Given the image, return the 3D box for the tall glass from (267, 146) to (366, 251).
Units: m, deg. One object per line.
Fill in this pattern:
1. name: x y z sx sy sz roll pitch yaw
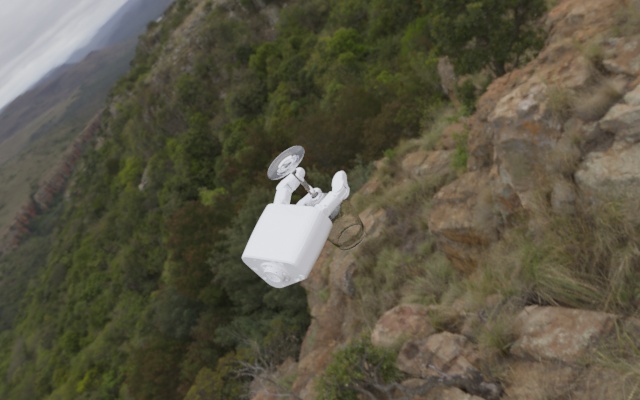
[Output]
1. tall glass: 0.000 0.002 0.819 0.079 0.079 0.201 0 -40 48
